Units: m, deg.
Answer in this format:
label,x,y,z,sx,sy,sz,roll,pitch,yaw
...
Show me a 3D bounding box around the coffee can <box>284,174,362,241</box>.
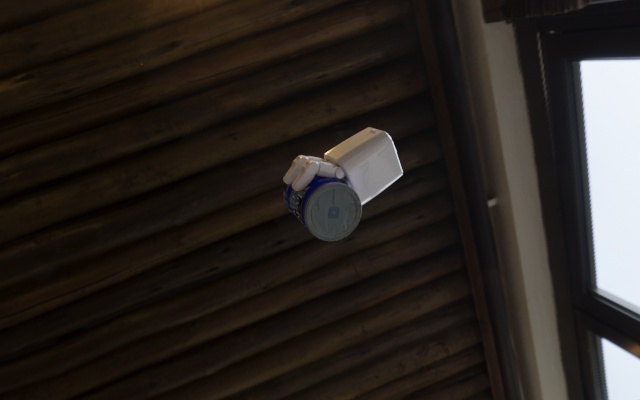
label,x,y,z,sx,sy,sz,roll,pitch,yaw
coffee can,0.000,0.003,0.868,0.103,0.103,0.140,0,15,-20
